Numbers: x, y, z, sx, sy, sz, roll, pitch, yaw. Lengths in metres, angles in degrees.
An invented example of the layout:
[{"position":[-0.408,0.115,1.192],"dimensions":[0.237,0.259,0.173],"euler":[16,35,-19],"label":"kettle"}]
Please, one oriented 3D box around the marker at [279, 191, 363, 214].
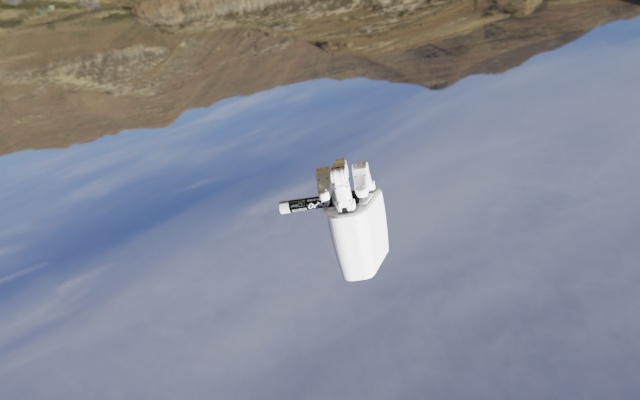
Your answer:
[{"position":[0.000,0.002,0.687],"dimensions":[0.121,0.020,0.020],"euler":[-8,-2,10],"label":"marker"}]
